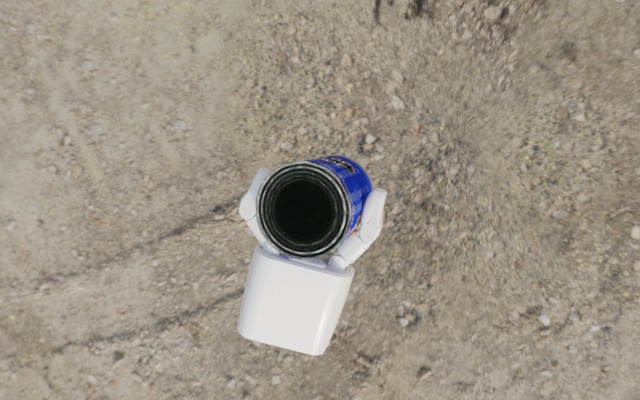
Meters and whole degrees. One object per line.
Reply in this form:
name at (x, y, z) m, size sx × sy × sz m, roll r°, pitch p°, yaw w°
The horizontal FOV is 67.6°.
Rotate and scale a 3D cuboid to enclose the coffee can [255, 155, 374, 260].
coffee can at (0.000, 0.002, 0.547) m, size 0.103 × 0.103 × 0.140 m, roll 0°, pitch 7°, yaw 16°
